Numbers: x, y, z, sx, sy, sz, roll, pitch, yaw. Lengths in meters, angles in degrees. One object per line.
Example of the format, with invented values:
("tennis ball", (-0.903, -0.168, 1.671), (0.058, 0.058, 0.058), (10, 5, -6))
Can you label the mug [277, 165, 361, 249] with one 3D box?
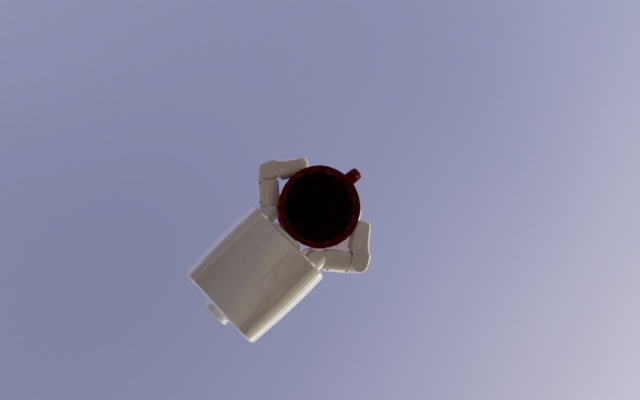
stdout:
("mug", (0.001, 0.001, 0.571), (0.117, 0.093, 0.081), (-43, 5, -12))
